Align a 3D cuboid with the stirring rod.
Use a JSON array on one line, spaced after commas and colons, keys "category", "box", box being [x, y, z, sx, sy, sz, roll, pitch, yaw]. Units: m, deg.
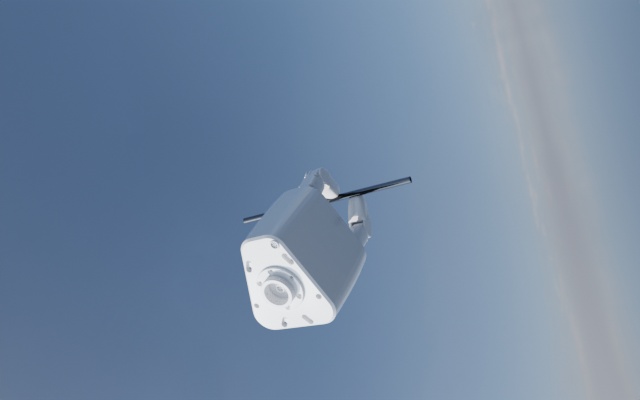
[{"category": "stirring rod", "box": [0.000, 0.002, 0.608, 0.239, 0.011, 0.011, -14, -6, 26]}]
